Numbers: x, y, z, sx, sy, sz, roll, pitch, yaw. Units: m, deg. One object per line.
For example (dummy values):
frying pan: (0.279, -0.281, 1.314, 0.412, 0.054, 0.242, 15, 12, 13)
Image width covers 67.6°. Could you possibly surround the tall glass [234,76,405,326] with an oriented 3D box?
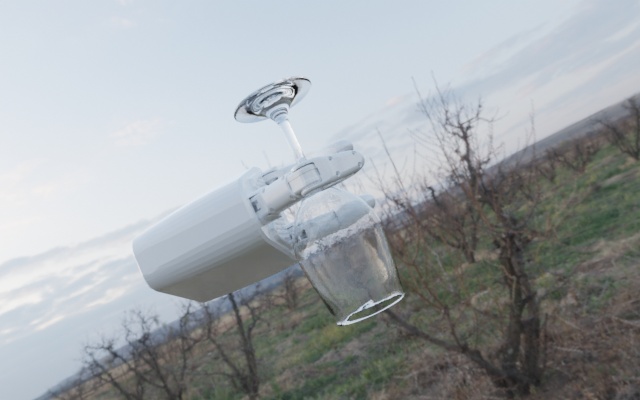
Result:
tall glass: (0.000, 0.001, 0.406, 0.079, 0.201, 0.079, -25, -7, -3)
